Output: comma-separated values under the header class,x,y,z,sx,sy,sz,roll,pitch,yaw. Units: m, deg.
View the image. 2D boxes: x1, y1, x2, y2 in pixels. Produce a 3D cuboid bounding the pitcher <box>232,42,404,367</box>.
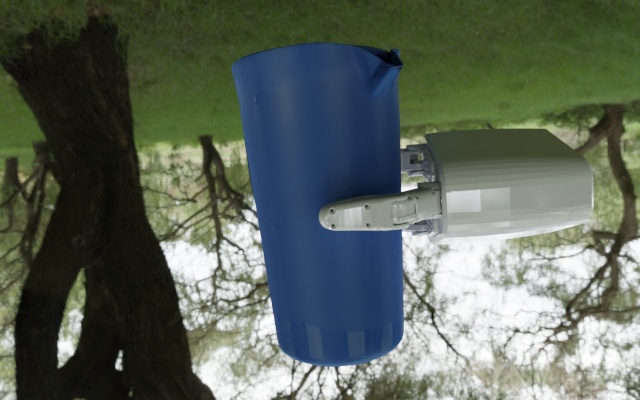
class,x,y,z,sx,sy,sz,roll,pitch,yaw
pitcher,0.000,0.001,0.402,0.145,0.243,0.149,-5,6,4
